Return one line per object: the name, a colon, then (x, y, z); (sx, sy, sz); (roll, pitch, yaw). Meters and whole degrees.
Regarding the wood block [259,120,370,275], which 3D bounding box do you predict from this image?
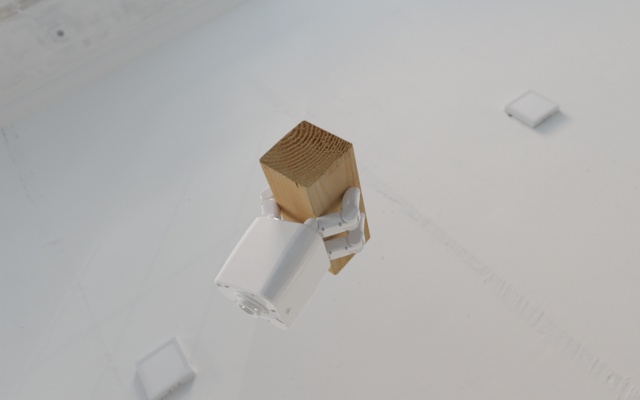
wood block: (0.000, 0.002, 0.676); (0.090, 0.090, 0.206); (30, -26, 31)
